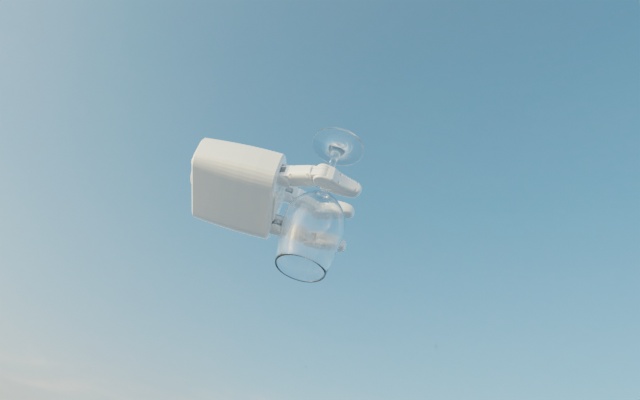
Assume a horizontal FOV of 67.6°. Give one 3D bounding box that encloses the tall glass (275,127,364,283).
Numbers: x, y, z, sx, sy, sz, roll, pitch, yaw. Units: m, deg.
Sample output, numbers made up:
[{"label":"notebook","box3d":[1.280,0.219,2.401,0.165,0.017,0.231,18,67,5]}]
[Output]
[{"label":"tall glass","box3d":[0.000,0.001,0.608,0.079,0.201,0.079,11,-36,8]}]
